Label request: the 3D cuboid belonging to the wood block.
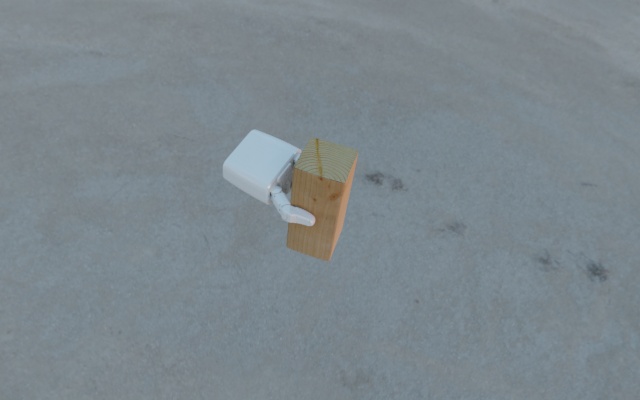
[{"bbox_3d":[0.000,0.003,0.860,0.090,0.206,0.090,18,46,9],"label":"wood block"}]
